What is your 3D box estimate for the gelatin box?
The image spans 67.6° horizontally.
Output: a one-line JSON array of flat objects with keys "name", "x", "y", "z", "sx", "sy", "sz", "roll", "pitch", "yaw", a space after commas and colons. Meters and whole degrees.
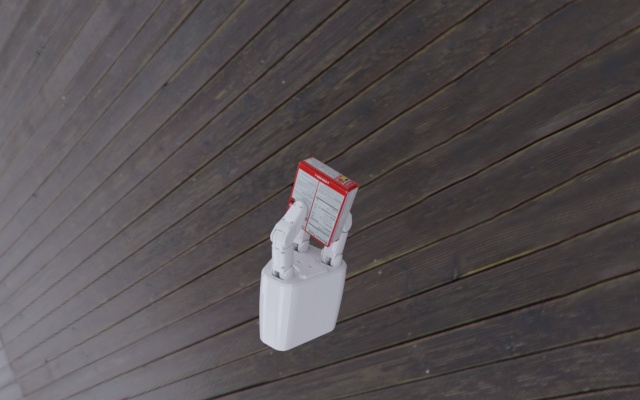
[{"name": "gelatin box", "x": 0.000, "y": 0.002, "z": 0.589, "sx": 0.073, "sy": 0.089, "sz": 0.030, "roll": 33, "pitch": 37, "yaw": 23}]
